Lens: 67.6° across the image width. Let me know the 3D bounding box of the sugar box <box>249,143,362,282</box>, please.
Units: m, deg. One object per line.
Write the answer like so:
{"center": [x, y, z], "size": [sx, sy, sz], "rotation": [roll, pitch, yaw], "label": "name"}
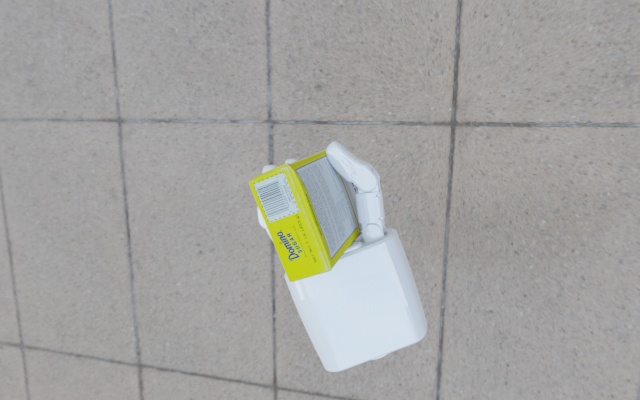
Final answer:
{"center": [0.000, 0.002, 0.460], "size": [0.048, 0.093, 0.176], "rotation": [-19, 5, 18], "label": "sugar box"}
